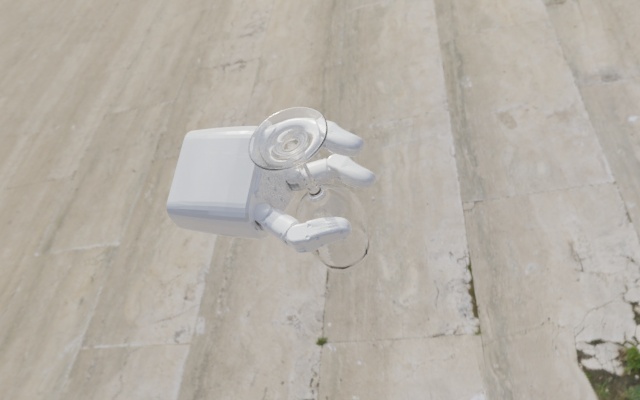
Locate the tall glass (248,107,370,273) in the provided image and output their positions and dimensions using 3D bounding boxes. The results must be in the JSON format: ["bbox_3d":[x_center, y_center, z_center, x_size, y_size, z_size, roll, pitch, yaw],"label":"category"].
[{"bbox_3d":[0.000,0.001,0.492,0.079,0.079,0.201,0,-35,22],"label":"tall glass"}]
